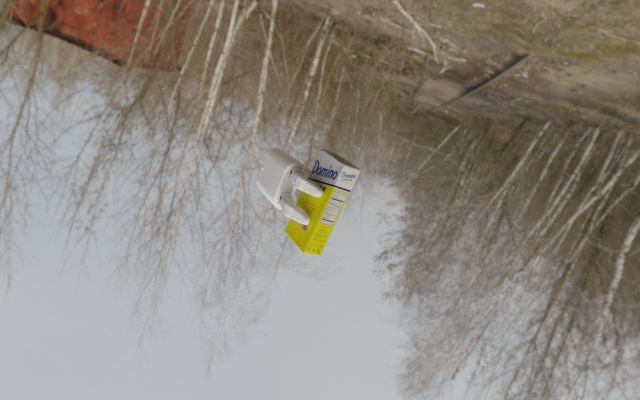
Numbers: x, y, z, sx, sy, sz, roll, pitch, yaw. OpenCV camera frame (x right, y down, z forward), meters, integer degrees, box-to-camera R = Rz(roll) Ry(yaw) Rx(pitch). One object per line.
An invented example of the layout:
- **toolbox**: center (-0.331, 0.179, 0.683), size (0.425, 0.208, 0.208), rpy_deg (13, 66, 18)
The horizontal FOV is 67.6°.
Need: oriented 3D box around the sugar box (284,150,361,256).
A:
- **sugar box**: center (0.000, 0.003, 0.869), size (0.048, 0.176, 0.093), rpy_deg (13, 16, -34)
